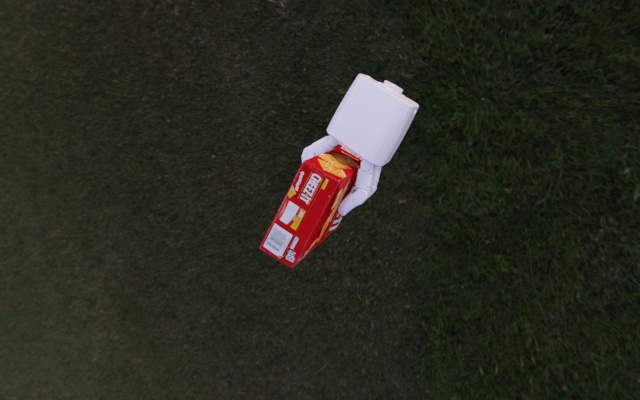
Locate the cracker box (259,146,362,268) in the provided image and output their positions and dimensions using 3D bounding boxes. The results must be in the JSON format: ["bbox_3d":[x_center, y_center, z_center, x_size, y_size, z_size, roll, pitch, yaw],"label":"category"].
[{"bbox_3d":[0.000,0.003,0.804,0.072,0.164,0.213,32,20,10],"label":"cracker box"}]
